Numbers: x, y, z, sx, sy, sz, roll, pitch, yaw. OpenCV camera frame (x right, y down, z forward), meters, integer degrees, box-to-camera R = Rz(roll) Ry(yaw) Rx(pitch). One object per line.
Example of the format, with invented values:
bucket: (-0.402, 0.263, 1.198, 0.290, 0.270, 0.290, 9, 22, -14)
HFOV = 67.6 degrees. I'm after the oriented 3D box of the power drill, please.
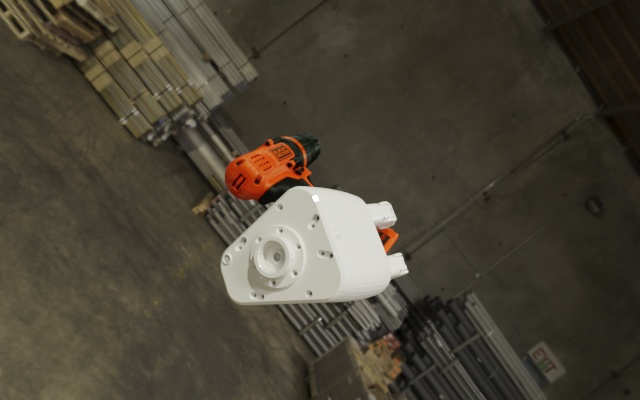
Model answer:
power drill: (0.000, 0.002, 0.552, 0.057, 0.187, 0.184, -50, -6, 30)
